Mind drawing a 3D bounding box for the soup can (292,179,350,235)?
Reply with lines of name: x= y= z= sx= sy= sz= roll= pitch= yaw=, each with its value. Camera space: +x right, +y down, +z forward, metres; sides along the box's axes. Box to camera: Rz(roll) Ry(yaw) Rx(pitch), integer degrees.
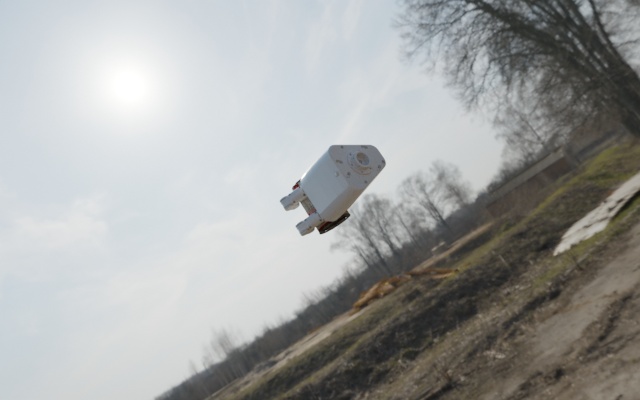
soup can: x=0.000 y=0.003 z=0.890 sx=0.068 sy=0.102 sz=0.068 roll=-32 pitch=-12 yaw=-7
